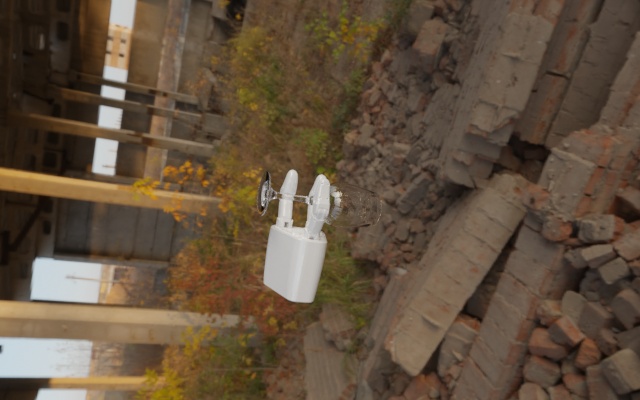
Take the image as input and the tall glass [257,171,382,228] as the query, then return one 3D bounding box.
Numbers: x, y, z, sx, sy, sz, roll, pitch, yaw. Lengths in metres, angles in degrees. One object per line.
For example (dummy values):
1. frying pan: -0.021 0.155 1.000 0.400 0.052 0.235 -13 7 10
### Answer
1. tall glass: 0.000 0.002 0.802 0.201 0.079 0.079 8 -3 -20
